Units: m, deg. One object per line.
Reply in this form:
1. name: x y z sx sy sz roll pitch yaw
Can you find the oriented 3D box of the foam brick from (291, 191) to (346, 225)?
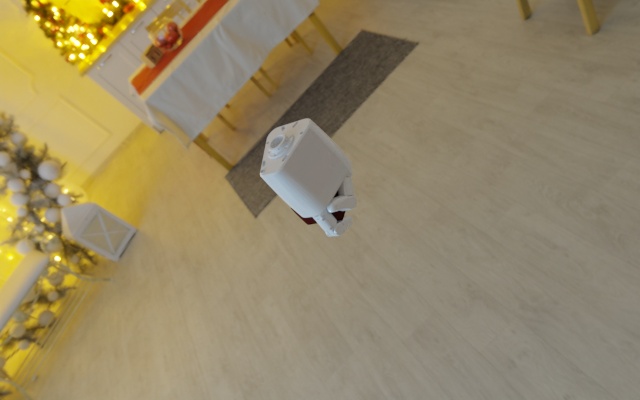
1. foam brick: 0.000 0.003 0.792 0.078 0.053 0.051 -10 -41 40
